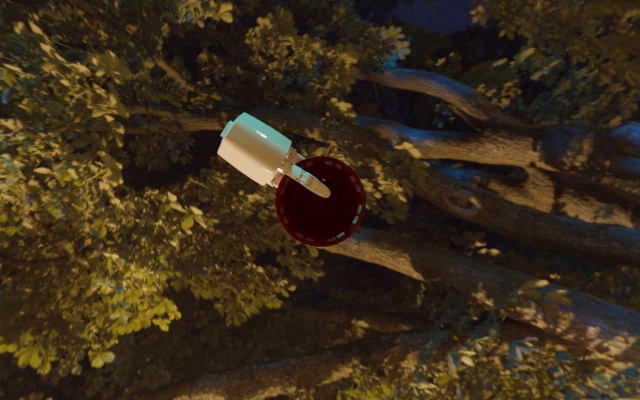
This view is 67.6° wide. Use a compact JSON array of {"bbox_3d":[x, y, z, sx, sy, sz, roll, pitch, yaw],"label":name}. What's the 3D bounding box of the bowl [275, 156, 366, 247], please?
[{"bbox_3d":[0.001,0.004,0.869,0.162,0.162,0.055,0,-3,0],"label":"bowl"}]
